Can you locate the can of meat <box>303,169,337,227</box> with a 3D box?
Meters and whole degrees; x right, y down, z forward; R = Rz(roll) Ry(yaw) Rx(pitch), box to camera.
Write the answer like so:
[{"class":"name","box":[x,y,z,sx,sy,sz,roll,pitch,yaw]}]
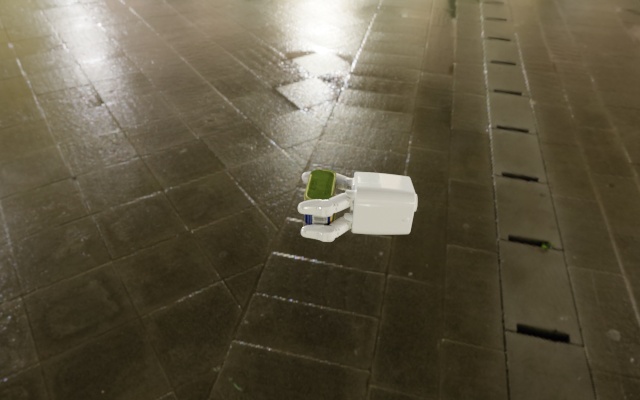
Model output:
[{"class":"can of meat","box":[0.000,0.003,0.881,0.057,0.084,0.102,6,40,4]}]
